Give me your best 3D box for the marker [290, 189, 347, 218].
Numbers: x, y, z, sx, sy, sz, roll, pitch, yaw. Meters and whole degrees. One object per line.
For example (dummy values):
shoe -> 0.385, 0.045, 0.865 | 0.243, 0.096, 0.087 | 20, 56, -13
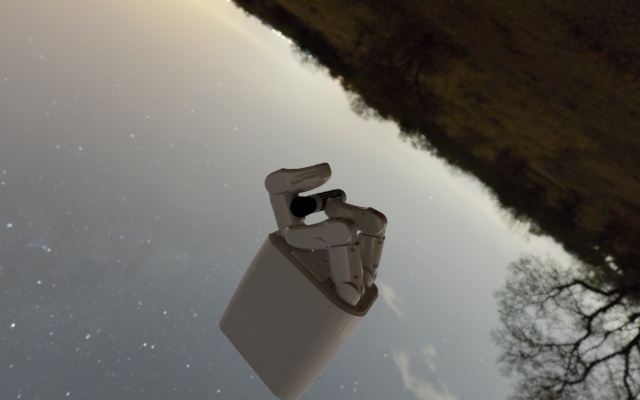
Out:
marker -> 0.000, 0.001, 0.458 | 0.020, 0.020, 0.121 | 0, 5, 19
